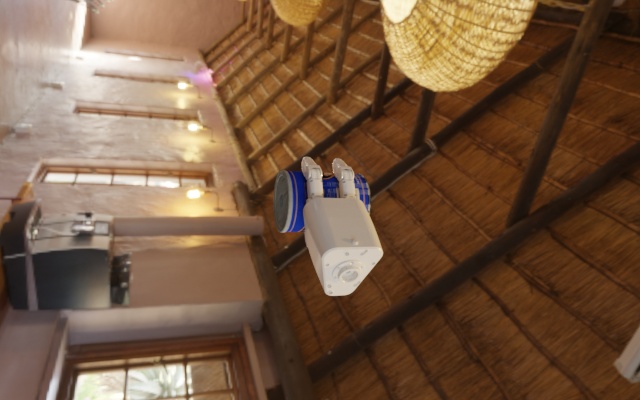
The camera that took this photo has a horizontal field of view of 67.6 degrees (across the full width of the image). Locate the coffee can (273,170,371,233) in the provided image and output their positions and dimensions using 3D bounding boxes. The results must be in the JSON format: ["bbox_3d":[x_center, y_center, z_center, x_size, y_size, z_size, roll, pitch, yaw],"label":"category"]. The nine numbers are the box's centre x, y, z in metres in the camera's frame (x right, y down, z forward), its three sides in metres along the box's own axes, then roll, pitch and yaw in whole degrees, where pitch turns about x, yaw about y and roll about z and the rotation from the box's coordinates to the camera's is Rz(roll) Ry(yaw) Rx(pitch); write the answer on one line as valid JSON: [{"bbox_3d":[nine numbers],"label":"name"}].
[{"bbox_3d":[0.000,0.003,0.807,0.140,0.103,0.103,1,0,-19],"label":"coffee can"}]
